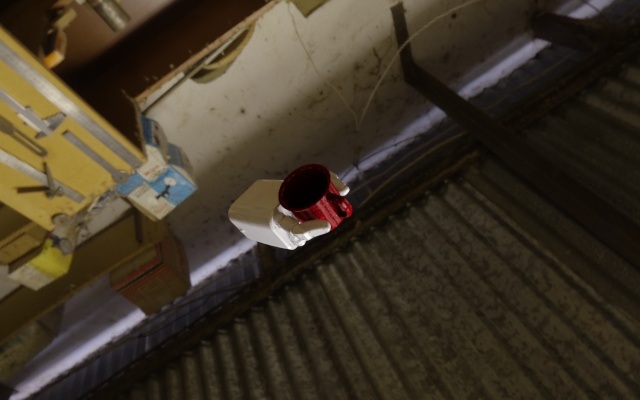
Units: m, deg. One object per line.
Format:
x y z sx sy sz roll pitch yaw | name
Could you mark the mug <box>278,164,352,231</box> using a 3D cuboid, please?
0.001 0.003 0.773 0.117 0.093 0.081 9 -29 35 | mug
